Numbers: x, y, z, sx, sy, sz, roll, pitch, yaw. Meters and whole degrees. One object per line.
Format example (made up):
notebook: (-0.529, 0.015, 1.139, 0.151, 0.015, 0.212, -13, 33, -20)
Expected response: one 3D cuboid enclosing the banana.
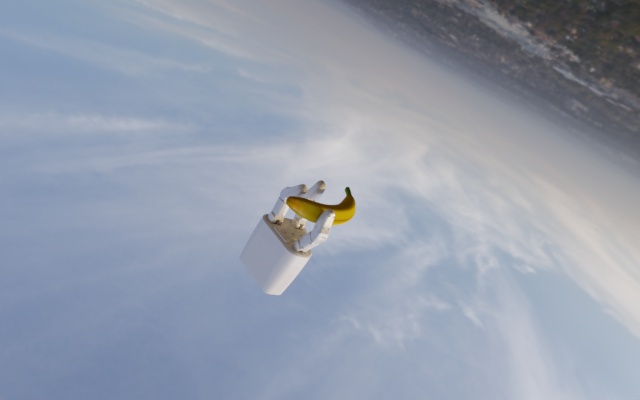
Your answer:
banana: (0.014, 0.016, 0.863, 0.069, 0.037, 0.198, 48, 28, 20)
